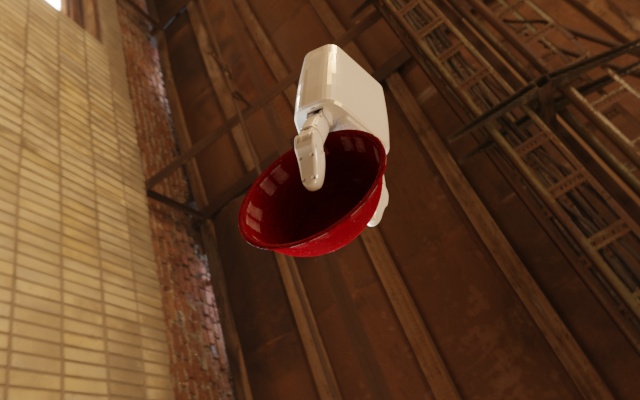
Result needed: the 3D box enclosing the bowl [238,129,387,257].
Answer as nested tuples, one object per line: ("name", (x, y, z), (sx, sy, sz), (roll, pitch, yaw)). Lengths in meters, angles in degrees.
("bowl", (0.000, 0.003, 0.476), (0.162, 0.162, 0.055), (0, -44, 39))
